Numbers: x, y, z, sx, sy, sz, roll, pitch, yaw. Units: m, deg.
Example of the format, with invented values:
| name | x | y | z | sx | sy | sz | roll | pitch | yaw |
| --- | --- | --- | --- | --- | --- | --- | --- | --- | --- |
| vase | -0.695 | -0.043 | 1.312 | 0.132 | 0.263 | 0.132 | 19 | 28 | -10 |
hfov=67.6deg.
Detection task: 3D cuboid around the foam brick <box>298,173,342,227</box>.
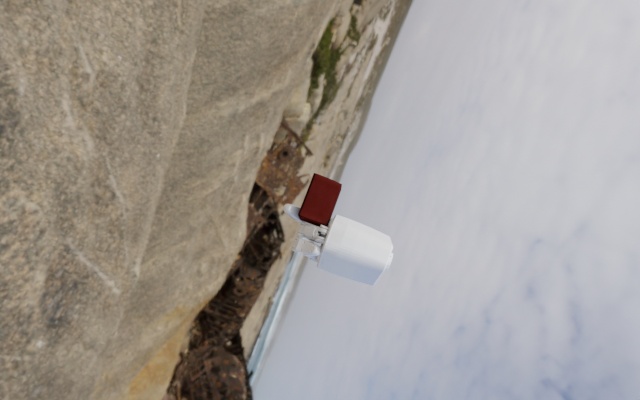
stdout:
| name | x | y | z | sx | sy | sz | roll | pitch | yaw |
| --- | --- | --- | --- | --- | --- | --- | --- | --- | --- |
| foam brick | 0.000 | 0.002 | 0.812 | 0.051 | 0.078 | 0.053 | 19 | -10 | 6 |
